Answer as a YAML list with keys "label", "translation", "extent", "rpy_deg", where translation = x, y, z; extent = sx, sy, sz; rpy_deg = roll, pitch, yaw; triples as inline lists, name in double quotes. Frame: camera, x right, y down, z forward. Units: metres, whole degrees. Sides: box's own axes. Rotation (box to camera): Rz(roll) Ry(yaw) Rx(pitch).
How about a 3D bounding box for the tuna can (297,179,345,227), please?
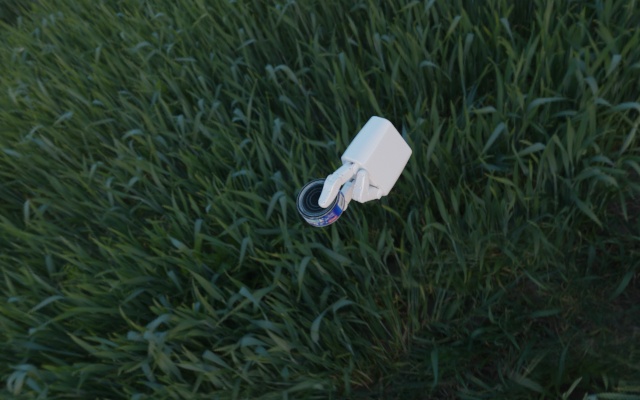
- label: "tuna can"
  translation: [0.000, 0.003, 0.882]
  extent: [0.086, 0.086, 0.034]
  rpy_deg: [0, -27, 26]
